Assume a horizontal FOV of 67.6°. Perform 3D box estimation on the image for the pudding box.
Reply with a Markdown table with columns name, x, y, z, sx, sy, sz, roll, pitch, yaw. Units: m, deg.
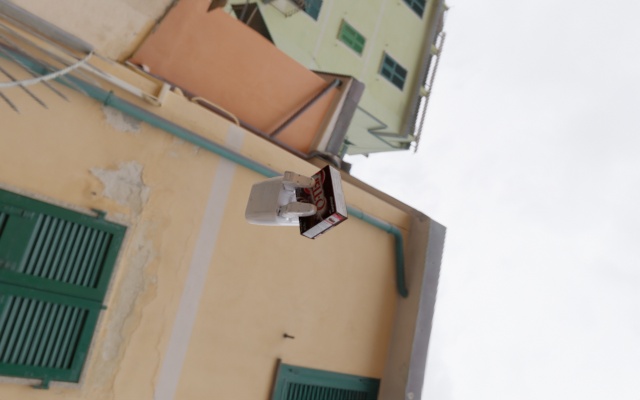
| name | x | y | z | sx | sy | sz | roll | pitch | yaw |
| --- | --- | --- | --- | --- | --- | --- | --- | --- | --- |
| pudding box | 0.000 | 0.003 | 0.876 | 0.090 | 0.113 | 0.039 | -34 | -41 | 31 |
